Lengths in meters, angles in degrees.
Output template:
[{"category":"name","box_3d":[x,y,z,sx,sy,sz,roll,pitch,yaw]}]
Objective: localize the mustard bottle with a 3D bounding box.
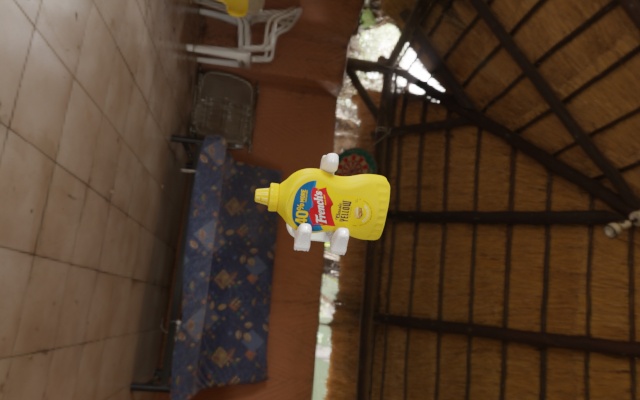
[{"category":"mustard bottle","box_3d":[0.000,0.002,0.702,0.191,0.096,0.058,6,23,-6]}]
